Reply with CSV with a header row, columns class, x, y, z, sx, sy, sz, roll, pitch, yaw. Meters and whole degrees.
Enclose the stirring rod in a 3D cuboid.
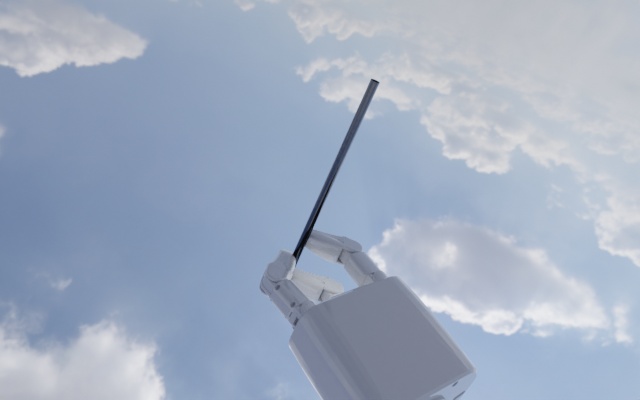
class,x,y,z,sx,sy,sz,roll,pitch,yaw
stirring rod,0.000,0.001,0.441,0.011,0.240,0.011,19,26,-10
